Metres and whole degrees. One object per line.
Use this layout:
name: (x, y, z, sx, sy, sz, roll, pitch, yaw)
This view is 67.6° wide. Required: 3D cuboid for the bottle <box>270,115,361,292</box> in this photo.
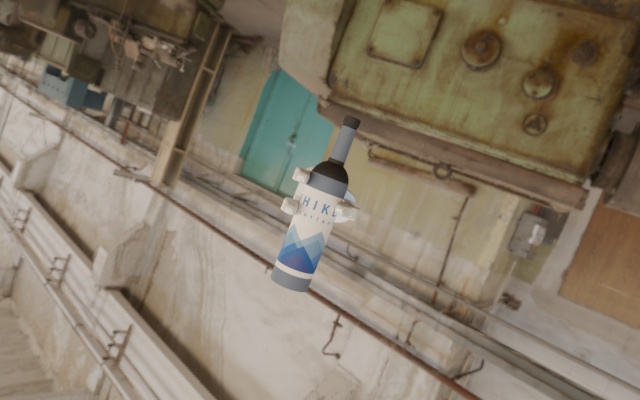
bottle: (0.000, 0.003, 0.787, 0.069, 0.296, 0.069, 21, 4, -2)
